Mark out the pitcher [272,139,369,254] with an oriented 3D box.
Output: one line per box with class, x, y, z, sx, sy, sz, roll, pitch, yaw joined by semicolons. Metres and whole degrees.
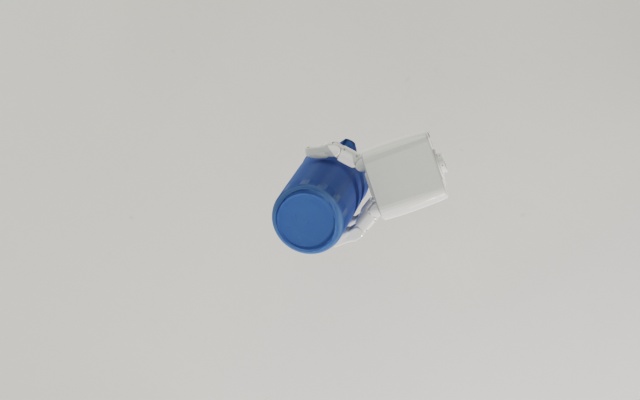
pitcher;0.000;0.002;0.794;0.145;0.149;0.242;-17;14;17
